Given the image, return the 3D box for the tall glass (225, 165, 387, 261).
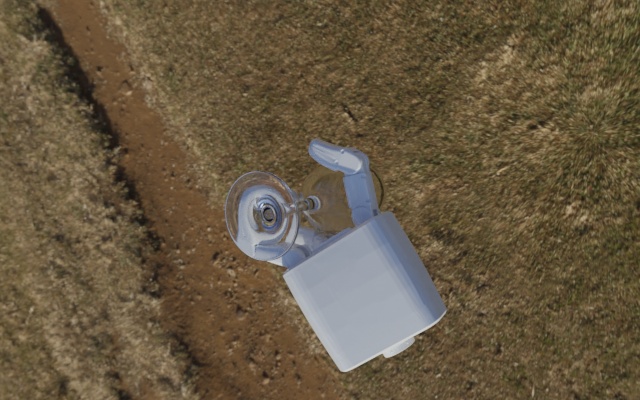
[{"bbox_3d":[0.000,0.001,0.472,0.079,0.079,0.201,0,7,30],"label":"tall glass"}]
